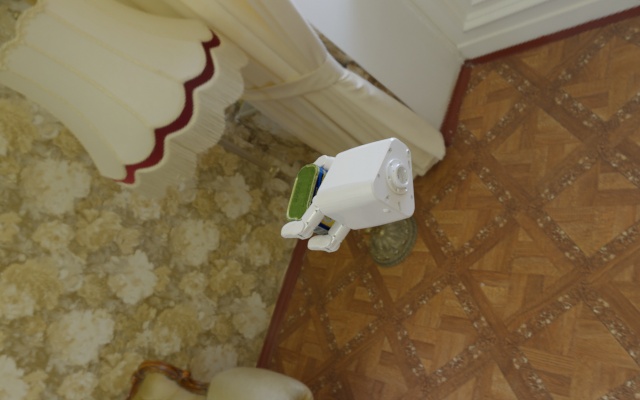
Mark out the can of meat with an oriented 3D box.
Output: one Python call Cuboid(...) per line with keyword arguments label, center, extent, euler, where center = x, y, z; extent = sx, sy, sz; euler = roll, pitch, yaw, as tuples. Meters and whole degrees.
Cuboid(label="can of meat", center=(0.000, 0.002, 0.760), extent=(0.084, 0.102, 0.057), euler=(28, -24, -36))
